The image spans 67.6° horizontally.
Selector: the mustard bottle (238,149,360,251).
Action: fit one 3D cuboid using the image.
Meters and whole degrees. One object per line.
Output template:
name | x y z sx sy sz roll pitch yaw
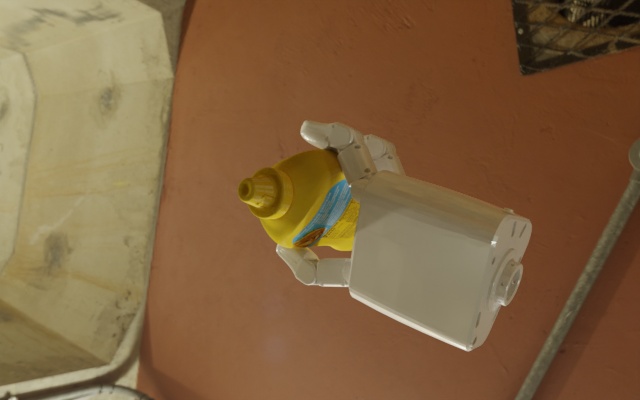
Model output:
mustard bottle | 0.000 0.001 0.434 0.191 0.096 0.058 9 35 -54
